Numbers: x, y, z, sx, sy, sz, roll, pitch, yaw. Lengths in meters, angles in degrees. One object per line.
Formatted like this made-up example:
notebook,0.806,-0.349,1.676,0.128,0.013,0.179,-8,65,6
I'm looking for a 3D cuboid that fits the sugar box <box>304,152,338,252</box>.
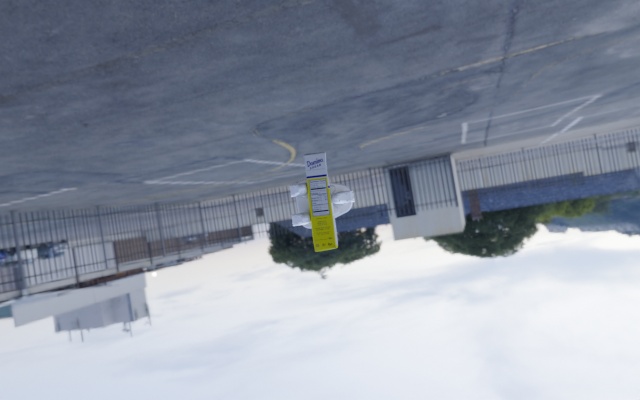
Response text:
sugar box,0.000,0.003,0.891,0.048,0.176,0.093,-9,-2,1
